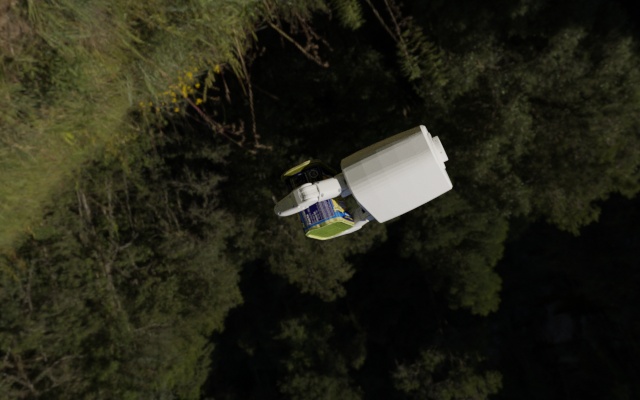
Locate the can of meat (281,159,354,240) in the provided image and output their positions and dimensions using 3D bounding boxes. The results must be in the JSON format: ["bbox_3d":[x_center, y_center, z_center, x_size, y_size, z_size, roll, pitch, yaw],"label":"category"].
[{"bbox_3d":[0.000,0.002,0.628,0.057,0.084,0.102,-25,-15,14],"label":"can of meat"}]
